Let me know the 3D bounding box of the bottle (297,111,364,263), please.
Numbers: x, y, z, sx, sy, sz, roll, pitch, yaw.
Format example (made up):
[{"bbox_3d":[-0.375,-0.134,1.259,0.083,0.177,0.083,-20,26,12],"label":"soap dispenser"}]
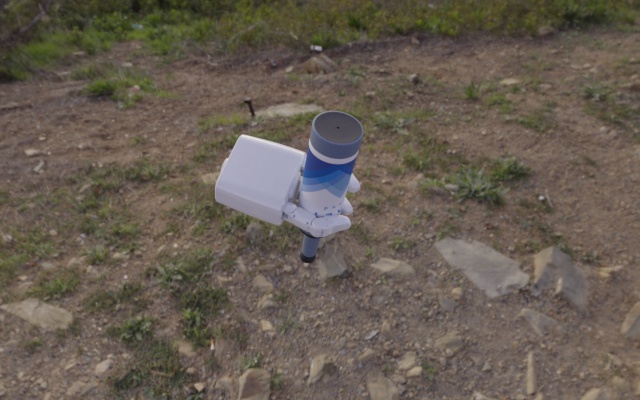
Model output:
[{"bbox_3d":[0.000,0.002,0.718,0.069,0.069,0.296,0,-41,-12],"label":"bottle"}]
